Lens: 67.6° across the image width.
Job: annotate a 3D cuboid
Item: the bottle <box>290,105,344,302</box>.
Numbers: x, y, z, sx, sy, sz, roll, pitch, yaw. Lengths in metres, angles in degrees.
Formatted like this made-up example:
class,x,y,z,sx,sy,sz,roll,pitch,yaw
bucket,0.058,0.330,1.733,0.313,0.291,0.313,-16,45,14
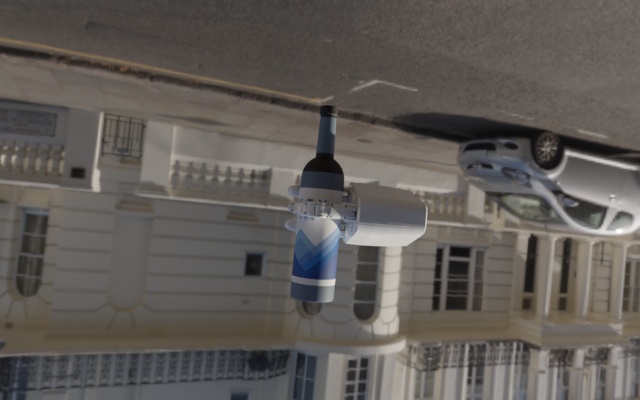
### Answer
class,x,y,z,sx,sy,sz,roll,pitch,yaw
bottle,0.000,0.003,0.732,0.069,0.295,0.069,5,-1,0
